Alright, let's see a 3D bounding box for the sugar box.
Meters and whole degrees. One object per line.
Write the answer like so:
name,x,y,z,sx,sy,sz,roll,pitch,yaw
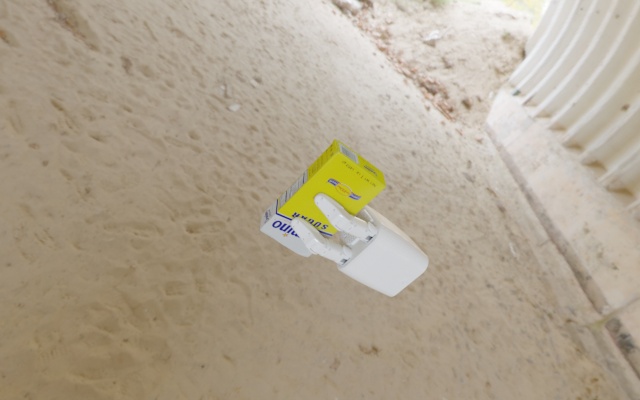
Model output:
sugar box,0.000,0.003,0.694,0.093,0.176,0.048,33,26,-22
